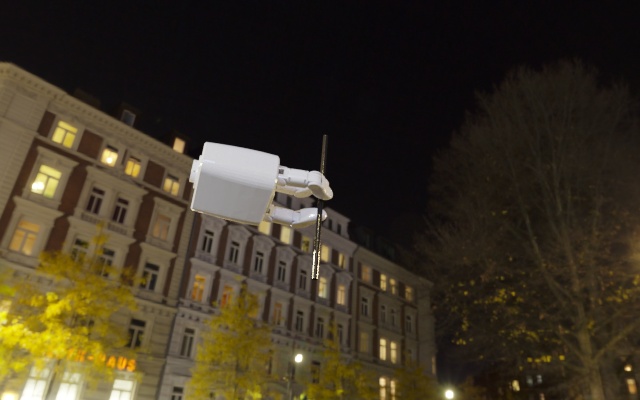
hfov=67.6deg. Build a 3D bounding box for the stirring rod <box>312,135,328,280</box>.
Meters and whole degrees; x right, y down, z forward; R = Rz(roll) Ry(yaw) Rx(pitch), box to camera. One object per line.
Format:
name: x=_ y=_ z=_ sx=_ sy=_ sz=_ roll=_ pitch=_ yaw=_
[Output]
stirring rod: x=0.000 y=0.002 z=0.715 sx=0.011 sy=0.239 sz=0.011 roll=3 pitch=-27 yaw=2
